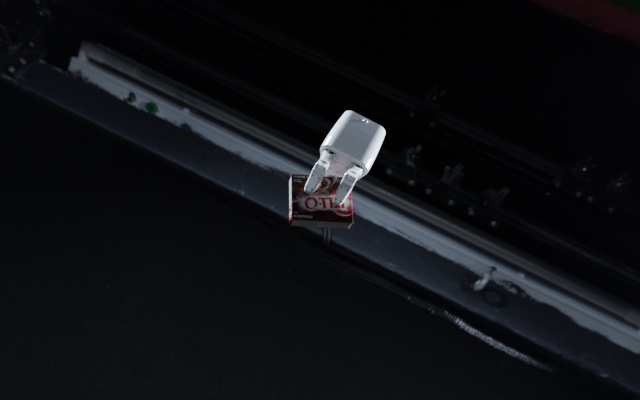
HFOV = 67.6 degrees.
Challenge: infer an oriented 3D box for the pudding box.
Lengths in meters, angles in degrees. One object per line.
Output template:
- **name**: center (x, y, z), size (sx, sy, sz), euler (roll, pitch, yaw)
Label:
- **pudding box**: center (0.000, 0.003, 0.855), size (0.113, 0.090, 0.039), euler (2, -27, -9)
